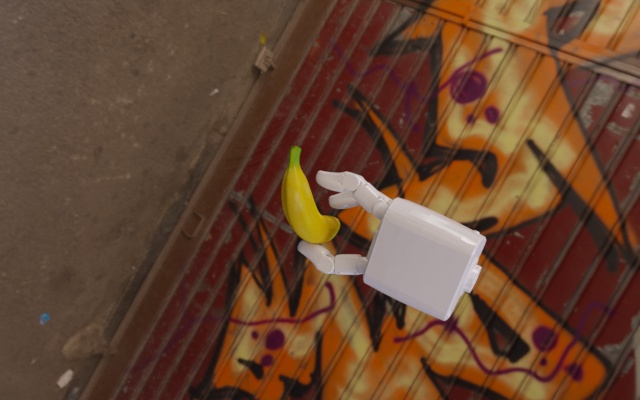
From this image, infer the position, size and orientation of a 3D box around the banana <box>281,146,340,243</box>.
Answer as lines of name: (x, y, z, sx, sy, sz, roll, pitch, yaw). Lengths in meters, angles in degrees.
banana: (-0.009, 0.016, 0.586, 0.037, 0.069, 0.198, 20, -21, 23)
